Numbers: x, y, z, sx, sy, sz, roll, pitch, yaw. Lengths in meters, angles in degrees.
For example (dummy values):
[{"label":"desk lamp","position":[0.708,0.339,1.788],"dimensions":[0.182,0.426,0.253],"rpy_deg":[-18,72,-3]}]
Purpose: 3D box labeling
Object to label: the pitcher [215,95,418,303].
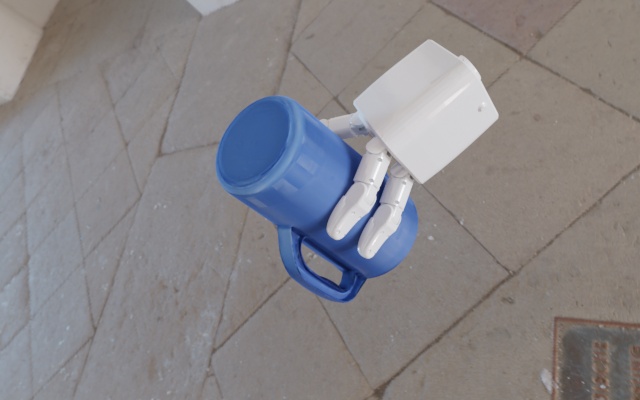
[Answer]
[{"label":"pitcher","position":[0.000,0.002,0.529],"dimensions":[0.145,0.149,0.243],"rpy_deg":[-39,-40,13]}]
